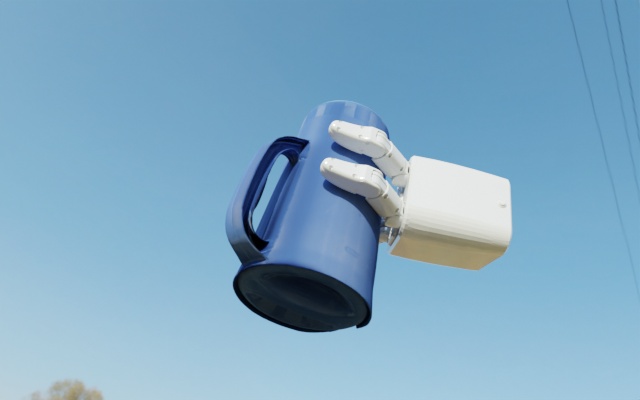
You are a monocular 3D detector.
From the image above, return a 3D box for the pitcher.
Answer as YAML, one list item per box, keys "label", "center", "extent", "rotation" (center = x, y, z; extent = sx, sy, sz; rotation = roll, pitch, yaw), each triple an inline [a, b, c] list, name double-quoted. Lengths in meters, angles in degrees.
- label: "pitcher"
  center: [0.000, 0.002, 0.505]
  extent: [0.145, 0.242, 0.149]
  rotation: [12, -37, 4]
